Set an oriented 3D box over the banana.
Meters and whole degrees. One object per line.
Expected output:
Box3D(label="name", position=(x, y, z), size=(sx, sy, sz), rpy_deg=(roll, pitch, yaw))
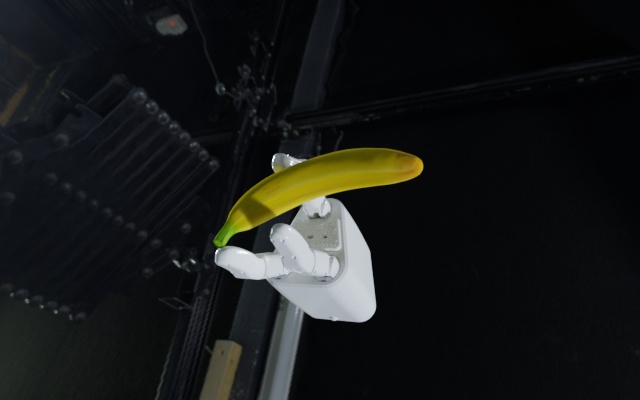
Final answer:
Box3D(label="banana", position=(-0.006, -0.011, 0.440), size=(0.198, 0.069, 0.037), rpy_deg=(-22, -45, 12))
